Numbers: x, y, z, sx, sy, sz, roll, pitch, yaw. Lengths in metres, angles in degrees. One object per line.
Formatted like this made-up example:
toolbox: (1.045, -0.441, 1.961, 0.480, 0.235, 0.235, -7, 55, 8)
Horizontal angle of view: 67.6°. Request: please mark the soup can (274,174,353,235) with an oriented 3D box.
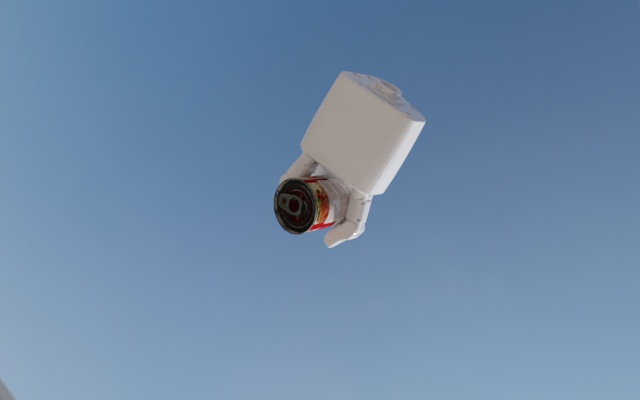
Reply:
soup can: (0.000, 0.002, 0.602, 0.068, 0.068, 0.102, 0, 6, 39)
